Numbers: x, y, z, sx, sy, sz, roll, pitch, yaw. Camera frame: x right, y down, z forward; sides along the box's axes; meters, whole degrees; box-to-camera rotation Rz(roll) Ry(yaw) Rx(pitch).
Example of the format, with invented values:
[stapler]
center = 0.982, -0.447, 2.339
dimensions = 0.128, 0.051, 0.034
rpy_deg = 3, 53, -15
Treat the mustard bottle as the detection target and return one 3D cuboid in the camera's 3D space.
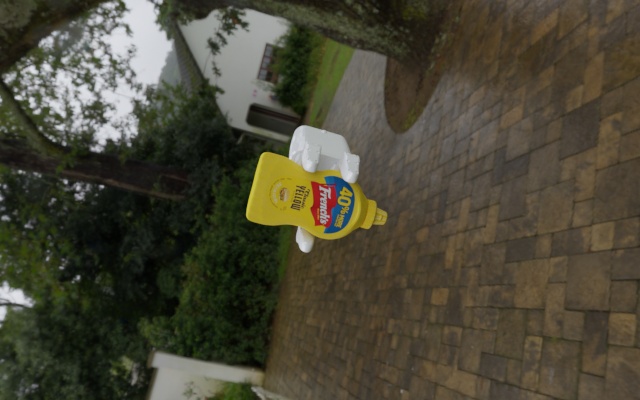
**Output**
[mustard bottle]
center = 0.000, 0.002, 0.660
dimensions = 0.191, 0.096, 0.058
rpy_deg = 14, 4, -9
